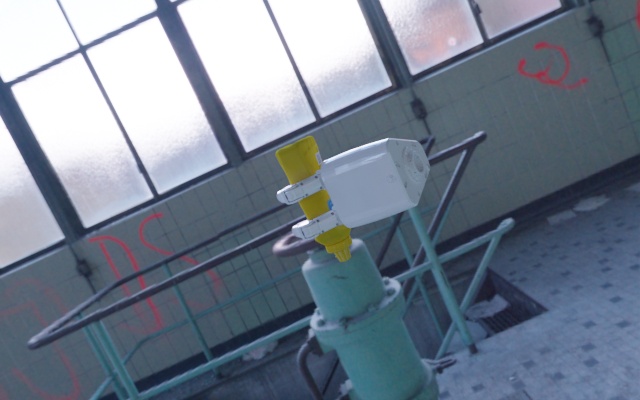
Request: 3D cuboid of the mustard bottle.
[{"bbox_3d":[0.000,0.002,0.708,0.058,0.191,0.096,-23,8,12],"label":"mustard bottle"}]
